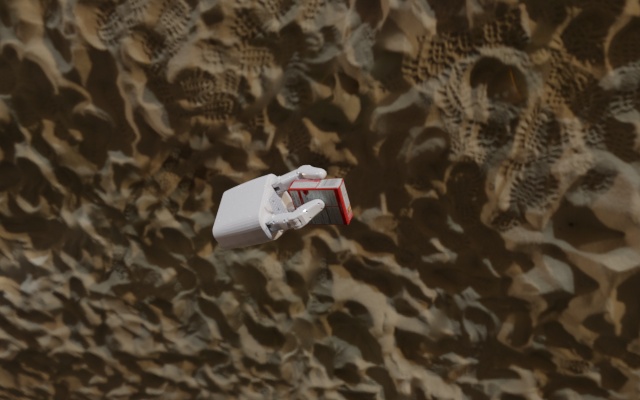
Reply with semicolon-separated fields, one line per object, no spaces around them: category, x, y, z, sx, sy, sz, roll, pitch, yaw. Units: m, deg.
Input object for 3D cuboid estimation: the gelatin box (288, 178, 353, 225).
gelatin box;0.000;0.003;0.762;0.089;0.073;0.030;-1;36;24
